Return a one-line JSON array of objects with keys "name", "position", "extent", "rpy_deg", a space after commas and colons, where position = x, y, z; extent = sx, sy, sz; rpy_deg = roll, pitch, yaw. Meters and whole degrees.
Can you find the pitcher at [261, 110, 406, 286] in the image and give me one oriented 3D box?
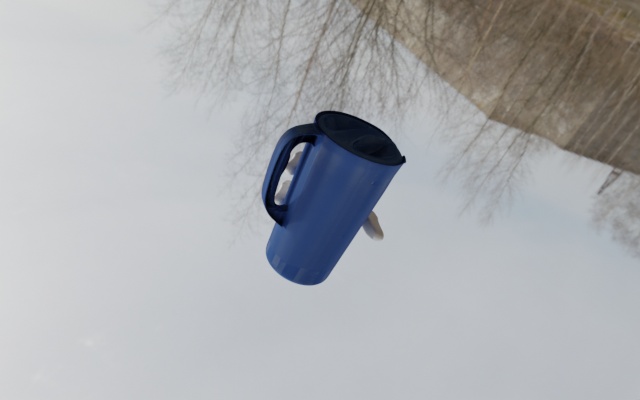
[{"name": "pitcher", "position": [0.000, 0.002, 0.682], "extent": [0.149, 0.243, 0.145], "rpy_deg": [32, 29, 9]}]
